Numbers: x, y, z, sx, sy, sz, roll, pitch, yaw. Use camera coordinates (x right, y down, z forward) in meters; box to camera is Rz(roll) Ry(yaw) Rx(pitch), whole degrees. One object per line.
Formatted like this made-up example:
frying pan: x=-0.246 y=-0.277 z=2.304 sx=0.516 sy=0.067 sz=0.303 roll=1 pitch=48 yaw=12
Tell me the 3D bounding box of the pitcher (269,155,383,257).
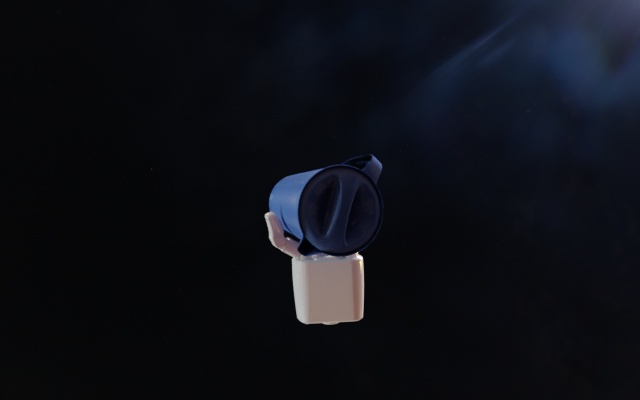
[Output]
pitcher: x=0.000 y=0.003 z=0.793 sx=0.149 sy=0.145 sz=0.243 roll=-5 pitch=5 yaw=-19
